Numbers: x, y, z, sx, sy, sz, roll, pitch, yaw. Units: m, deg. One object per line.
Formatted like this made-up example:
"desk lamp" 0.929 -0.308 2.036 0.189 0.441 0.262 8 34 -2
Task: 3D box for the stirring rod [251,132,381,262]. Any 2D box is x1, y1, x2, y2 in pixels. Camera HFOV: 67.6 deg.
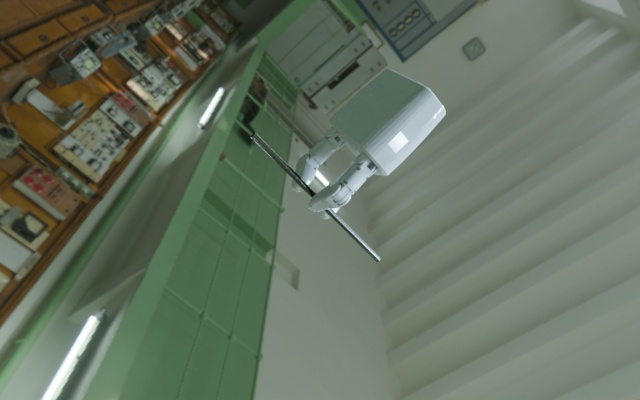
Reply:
"stirring rod" 0.000 0.002 0.602 0.239 0.011 0.011 45 -21 -23
